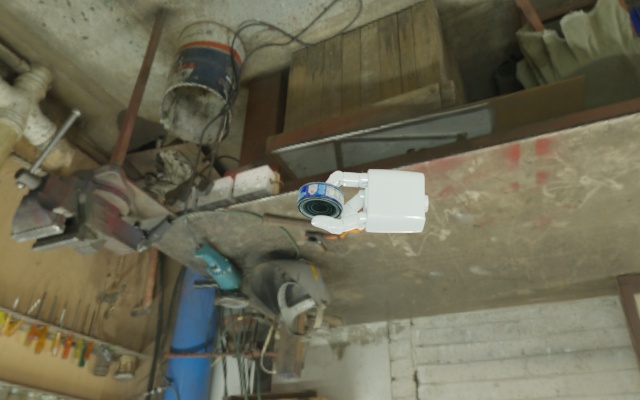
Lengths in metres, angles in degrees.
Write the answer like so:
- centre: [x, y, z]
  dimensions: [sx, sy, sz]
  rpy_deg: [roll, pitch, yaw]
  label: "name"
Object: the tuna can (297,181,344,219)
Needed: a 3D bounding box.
- centre: [0.000, 0.003, 0.879]
  dimensions: [0.086, 0.033, 0.086]
  rpy_deg: [6, -32, 3]
  label: "tuna can"
